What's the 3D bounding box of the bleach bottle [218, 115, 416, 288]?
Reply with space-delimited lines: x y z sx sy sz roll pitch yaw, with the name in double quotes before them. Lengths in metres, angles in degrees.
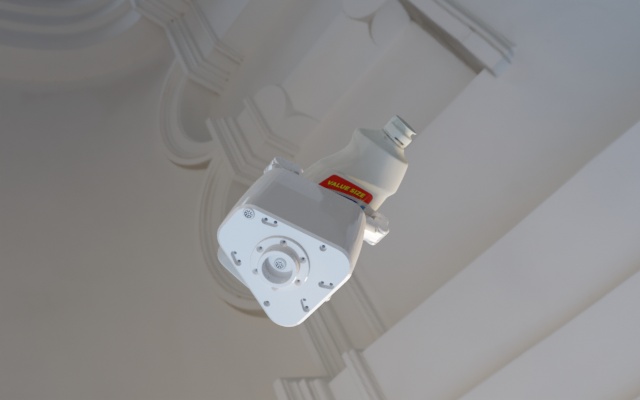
"bleach bottle" 0.000 0.002 0.530 0.102 0.251 0.068 42 19 -5
